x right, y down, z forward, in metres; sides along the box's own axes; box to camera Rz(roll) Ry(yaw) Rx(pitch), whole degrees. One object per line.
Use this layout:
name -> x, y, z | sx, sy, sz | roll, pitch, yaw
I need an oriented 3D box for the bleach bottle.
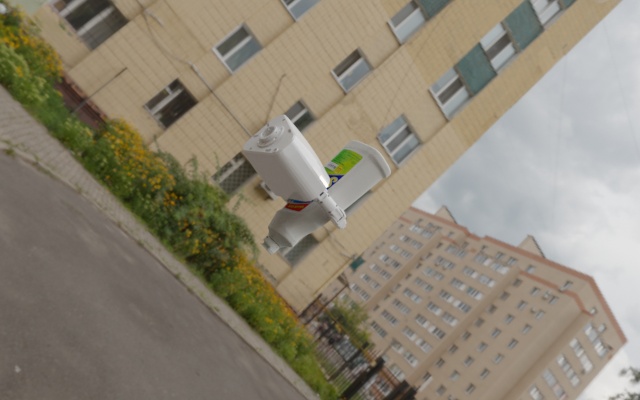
bleach bottle -> 0.000, 0.003, 0.838 | 0.068, 0.251, 0.102 | 53, -10, -34
